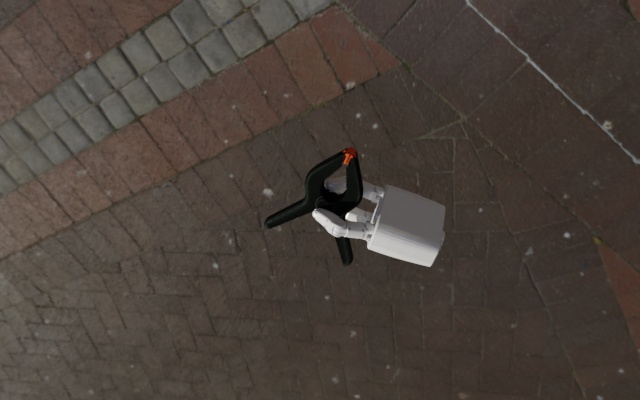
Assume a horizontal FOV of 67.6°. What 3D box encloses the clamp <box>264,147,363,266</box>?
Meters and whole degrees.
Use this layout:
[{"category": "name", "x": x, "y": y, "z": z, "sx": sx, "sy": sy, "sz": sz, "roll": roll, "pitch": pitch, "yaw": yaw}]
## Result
[{"category": "clamp", "x": 0.000, "y": 0.003, "z": 0.775, "sx": 0.164, "sy": 0.210, "sz": 0.036, "roll": 19, "pitch": 33, "yaw": 3}]
